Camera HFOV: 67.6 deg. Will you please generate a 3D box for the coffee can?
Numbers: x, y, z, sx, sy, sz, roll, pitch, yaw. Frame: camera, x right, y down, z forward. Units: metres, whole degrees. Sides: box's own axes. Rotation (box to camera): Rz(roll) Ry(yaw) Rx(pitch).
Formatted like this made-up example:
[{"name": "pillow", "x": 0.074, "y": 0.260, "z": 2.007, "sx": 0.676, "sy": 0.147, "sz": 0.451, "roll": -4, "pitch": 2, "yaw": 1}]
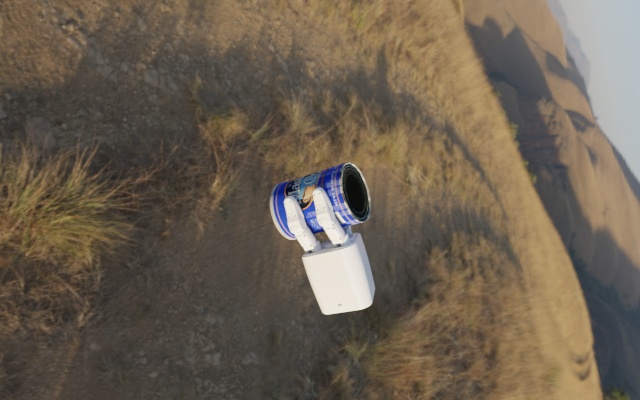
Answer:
[{"name": "coffee can", "x": 0.000, "y": 0.002, "z": 0.810, "sx": 0.140, "sy": 0.103, "sz": 0.103, "roll": -16, "pitch": -8, "yaw": 28}]
